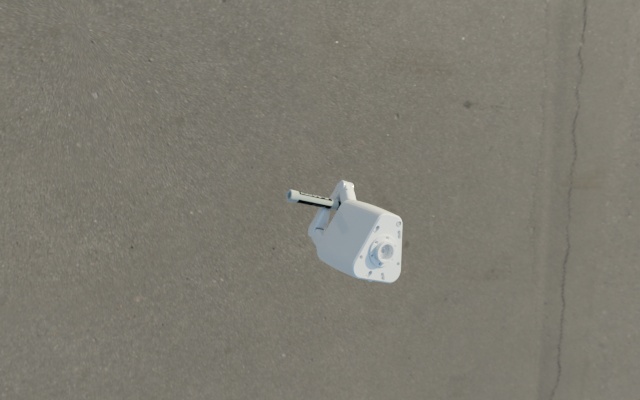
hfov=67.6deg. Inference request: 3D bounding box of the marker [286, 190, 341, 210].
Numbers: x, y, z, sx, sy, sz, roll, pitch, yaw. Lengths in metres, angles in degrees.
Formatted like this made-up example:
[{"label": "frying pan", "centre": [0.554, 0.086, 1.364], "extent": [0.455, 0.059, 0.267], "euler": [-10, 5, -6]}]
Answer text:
[{"label": "marker", "centre": [0.000, 0.003, 0.801], "extent": [0.121, 0.020, 0.020], "euler": [13, -6, -30]}]
